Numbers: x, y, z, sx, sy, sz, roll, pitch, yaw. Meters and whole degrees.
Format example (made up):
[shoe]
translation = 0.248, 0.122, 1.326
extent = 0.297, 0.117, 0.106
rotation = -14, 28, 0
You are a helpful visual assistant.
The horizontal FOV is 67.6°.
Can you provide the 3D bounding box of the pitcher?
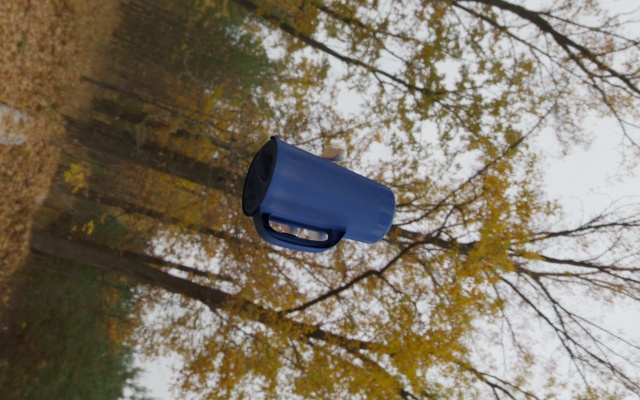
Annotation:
[pitcher]
translation = 0.000, 0.002, 0.792
extent = 0.243, 0.149, 0.145
rotation = 18, 11, -24
